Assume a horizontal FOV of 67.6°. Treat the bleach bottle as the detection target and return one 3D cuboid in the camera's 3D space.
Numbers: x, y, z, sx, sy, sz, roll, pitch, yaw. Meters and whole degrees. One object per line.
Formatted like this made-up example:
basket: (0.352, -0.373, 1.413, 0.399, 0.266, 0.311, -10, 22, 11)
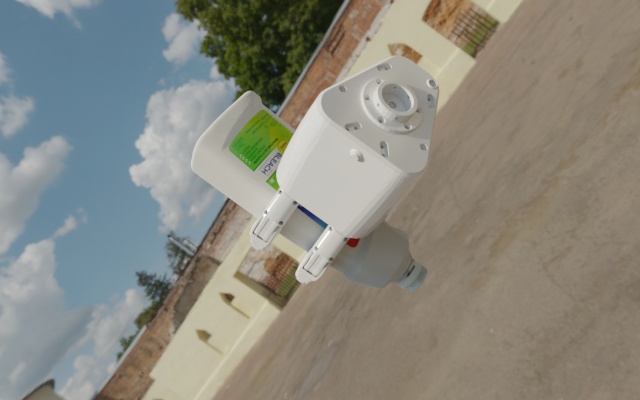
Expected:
bleach bottle: (0.000, 0.002, 0.479, 0.251, 0.102, 0.068, 35, -34, 0)
